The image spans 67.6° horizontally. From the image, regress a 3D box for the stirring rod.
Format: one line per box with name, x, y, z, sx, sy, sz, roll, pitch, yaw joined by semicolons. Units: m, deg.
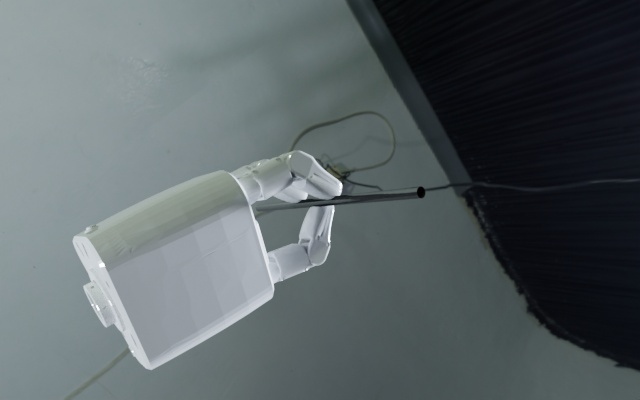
stirring rod;0.000;0.001;0.415;0.011;0.011;0.239;0;-3;-34
